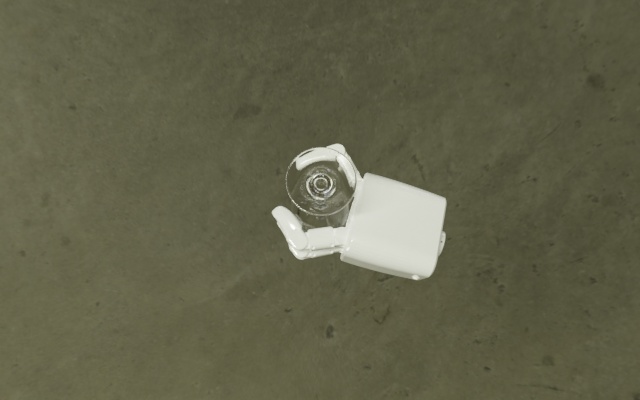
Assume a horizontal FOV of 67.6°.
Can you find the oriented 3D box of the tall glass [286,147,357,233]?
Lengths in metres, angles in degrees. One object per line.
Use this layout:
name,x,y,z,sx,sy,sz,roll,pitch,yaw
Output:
tall glass,0.000,0.002,0.593,0.079,0.079,0.201,0,-13,-1
